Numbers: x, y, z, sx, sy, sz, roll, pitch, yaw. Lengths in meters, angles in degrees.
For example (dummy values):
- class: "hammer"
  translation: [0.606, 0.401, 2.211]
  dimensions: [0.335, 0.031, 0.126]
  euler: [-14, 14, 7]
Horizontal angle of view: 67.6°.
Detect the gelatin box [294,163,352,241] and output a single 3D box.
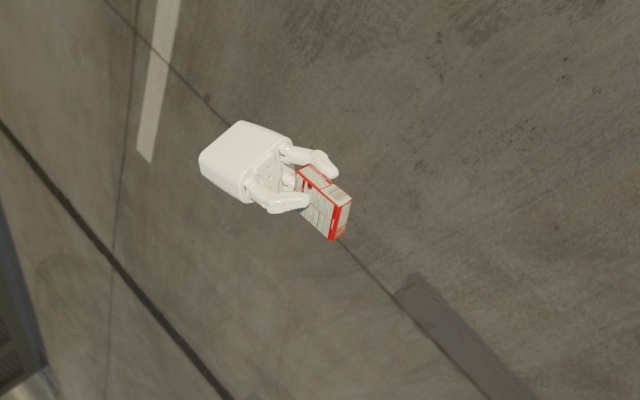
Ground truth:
- class: "gelatin box"
  translation: [0.000, 0.003, 0.668]
  dimensions: [0.030, 0.073, 0.089]
  euler: [-29, 57, -33]
